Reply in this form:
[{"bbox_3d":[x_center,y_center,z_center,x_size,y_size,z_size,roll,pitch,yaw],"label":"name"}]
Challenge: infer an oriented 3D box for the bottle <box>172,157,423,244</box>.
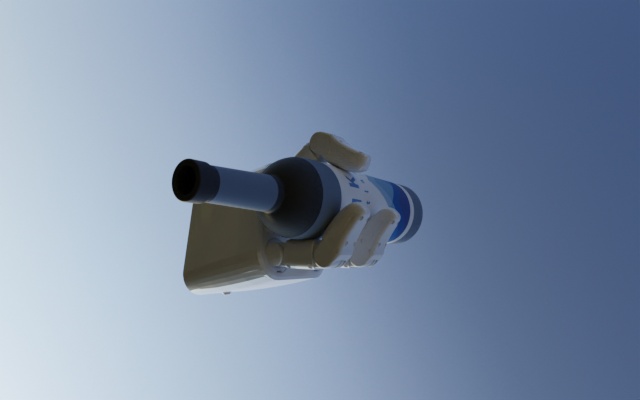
[{"bbox_3d":[0.000,0.001,0.415,0.069,0.069,0.296,0,-5,35],"label":"bottle"}]
